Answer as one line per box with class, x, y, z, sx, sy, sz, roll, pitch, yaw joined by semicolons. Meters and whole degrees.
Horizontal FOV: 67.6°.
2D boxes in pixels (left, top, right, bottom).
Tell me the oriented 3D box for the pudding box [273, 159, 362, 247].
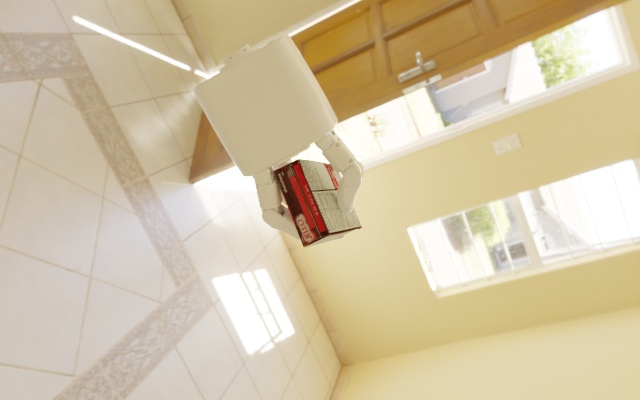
pudding box;0.000;0.002;0.549;0.039;0.090;0.113;-25;-9;23
